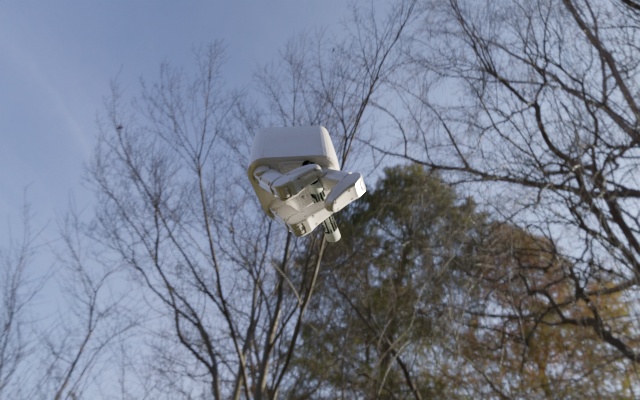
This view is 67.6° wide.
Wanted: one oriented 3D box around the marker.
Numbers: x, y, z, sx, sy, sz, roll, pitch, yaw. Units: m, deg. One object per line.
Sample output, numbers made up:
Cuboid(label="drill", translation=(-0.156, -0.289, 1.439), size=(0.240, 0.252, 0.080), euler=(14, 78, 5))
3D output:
Cuboid(label="marker", translation=(0.000, 0.002, 0.604), size=(0.020, 0.121, 0.020), euler=(-14, 33, 9))
